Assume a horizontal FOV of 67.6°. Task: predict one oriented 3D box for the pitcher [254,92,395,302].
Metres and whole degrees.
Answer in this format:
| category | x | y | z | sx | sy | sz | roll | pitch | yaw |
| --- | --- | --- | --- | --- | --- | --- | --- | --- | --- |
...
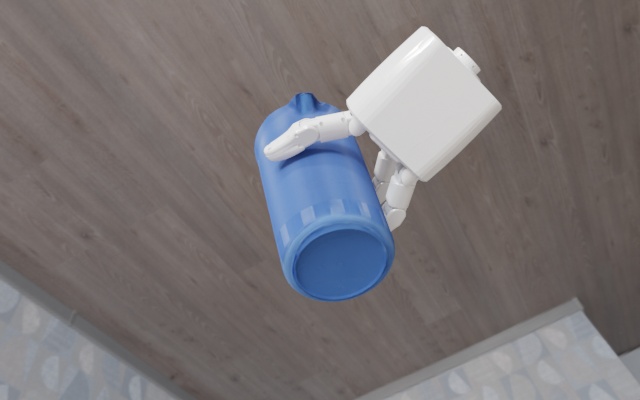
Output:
| category | x | y | z | sx | sy | sz | roll | pitch | yaw |
| --- | --- | --- | --- | --- | --- | --- | --- | --- | --- |
| pitcher | 0.000 | 0.002 | 0.542 | 0.149 | 0.145 | 0.242 | 36 | 21 | -30 |
